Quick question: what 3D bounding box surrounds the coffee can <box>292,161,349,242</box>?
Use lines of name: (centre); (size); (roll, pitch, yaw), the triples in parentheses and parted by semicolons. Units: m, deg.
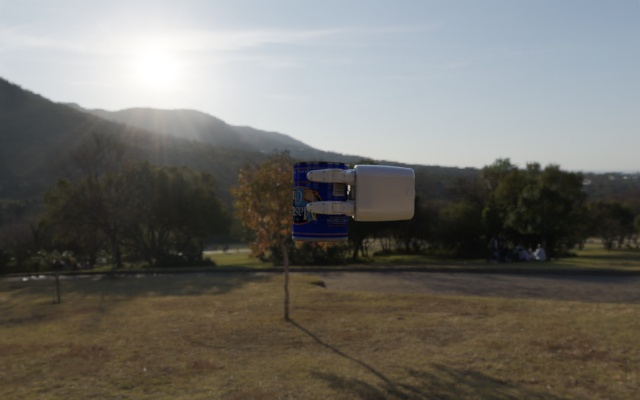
coffee can: (0.000, 0.003, 0.878); (0.103, 0.140, 0.103); (1, -1, 0)
